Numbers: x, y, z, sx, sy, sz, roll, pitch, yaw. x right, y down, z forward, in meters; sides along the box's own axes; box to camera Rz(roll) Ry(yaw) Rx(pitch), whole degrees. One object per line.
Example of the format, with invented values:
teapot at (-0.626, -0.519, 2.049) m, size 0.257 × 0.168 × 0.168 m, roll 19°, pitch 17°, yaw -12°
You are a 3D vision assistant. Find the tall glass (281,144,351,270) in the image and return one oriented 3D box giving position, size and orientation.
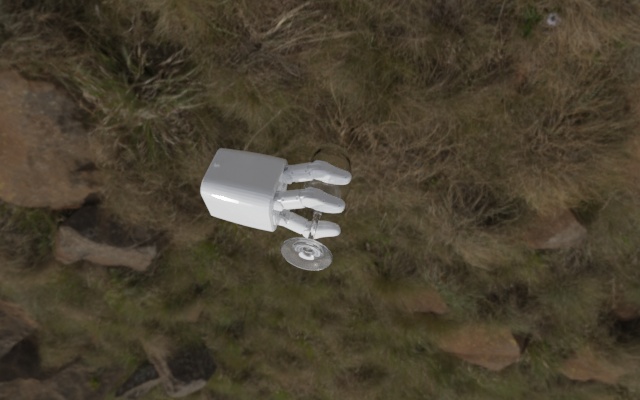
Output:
tall glass at (0.000, 0.003, 0.726) m, size 0.079 × 0.201 × 0.079 m, roll 9°, pitch -41°, yaw 8°
